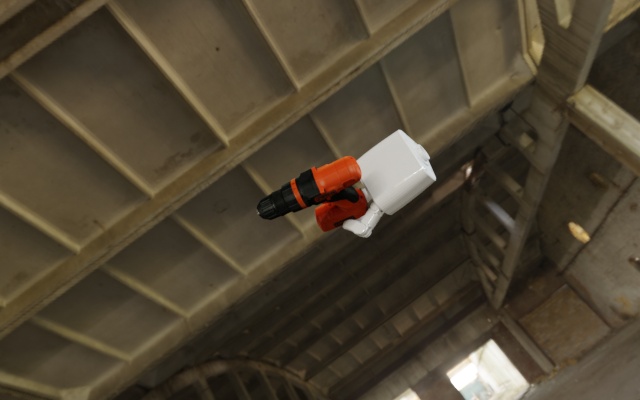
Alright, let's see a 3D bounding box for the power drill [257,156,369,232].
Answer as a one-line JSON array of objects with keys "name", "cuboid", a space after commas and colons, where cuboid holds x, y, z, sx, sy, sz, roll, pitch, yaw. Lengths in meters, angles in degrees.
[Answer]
[{"name": "power drill", "cuboid": [0.000, 0.003, 0.839, 0.184, 0.057, 0.188, -23, -21, 11]}]
